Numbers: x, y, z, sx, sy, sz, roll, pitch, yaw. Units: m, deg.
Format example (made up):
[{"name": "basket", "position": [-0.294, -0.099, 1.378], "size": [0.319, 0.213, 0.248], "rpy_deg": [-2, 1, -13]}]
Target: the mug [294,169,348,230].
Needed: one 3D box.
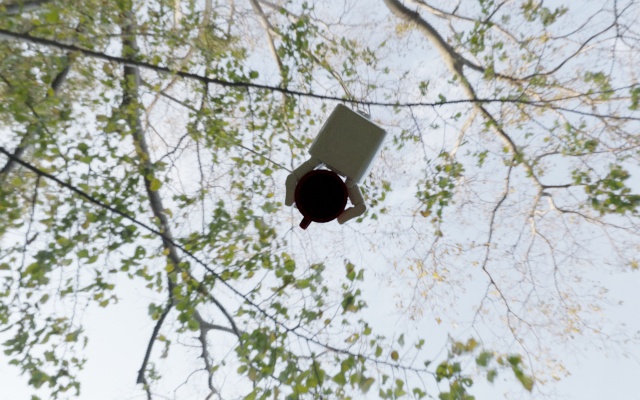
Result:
[{"name": "mug", "position": [-0.001, 0.004, 0.853], "size": [0.093, 0.117, 0.081], "rpy_deg": [32, 4, 7]}]
